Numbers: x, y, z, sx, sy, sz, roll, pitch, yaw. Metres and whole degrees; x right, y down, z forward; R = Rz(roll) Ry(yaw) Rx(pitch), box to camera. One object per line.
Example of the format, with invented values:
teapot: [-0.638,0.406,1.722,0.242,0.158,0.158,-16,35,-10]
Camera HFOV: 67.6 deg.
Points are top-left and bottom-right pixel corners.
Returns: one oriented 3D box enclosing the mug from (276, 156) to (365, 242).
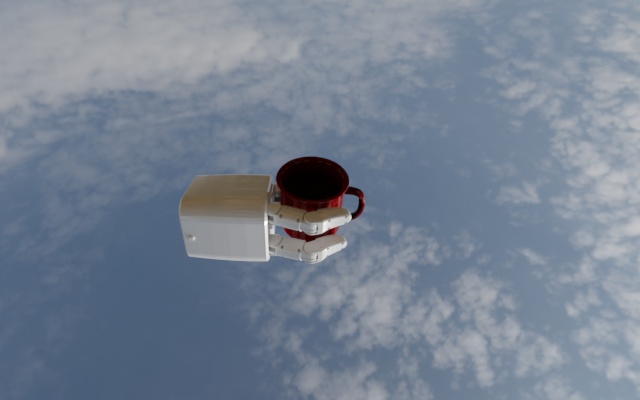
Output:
mug: [0.002,0.002,0.631,0.117,0.082,0.093,3,42,-1]
